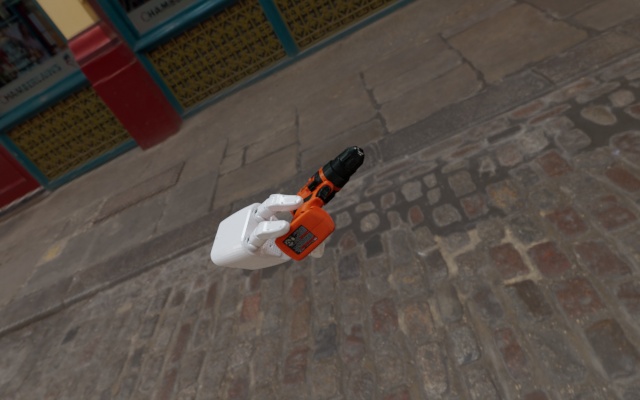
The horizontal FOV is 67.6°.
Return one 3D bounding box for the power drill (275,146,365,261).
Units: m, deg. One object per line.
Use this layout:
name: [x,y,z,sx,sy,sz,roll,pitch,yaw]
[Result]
power drill: [0.000,0.003,0.806,0.057,0.184,0.187,39,30,-10]
